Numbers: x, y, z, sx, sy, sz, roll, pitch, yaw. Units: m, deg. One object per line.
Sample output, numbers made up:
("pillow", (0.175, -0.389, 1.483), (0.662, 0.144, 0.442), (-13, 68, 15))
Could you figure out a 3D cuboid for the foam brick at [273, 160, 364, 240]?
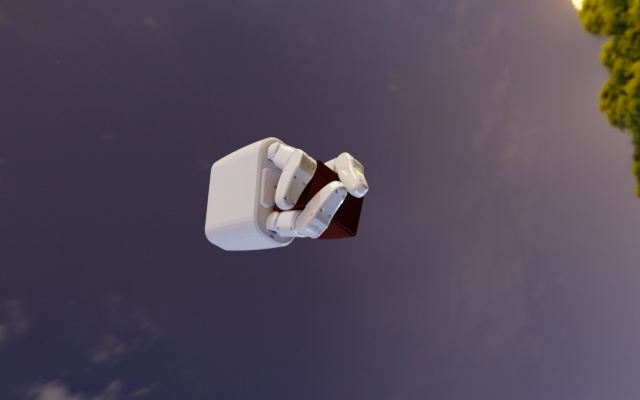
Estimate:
("foam brick", (0.000, 0.002, 0.510), (0.051, 0.053, 0.078), (-13, -38, 44))
